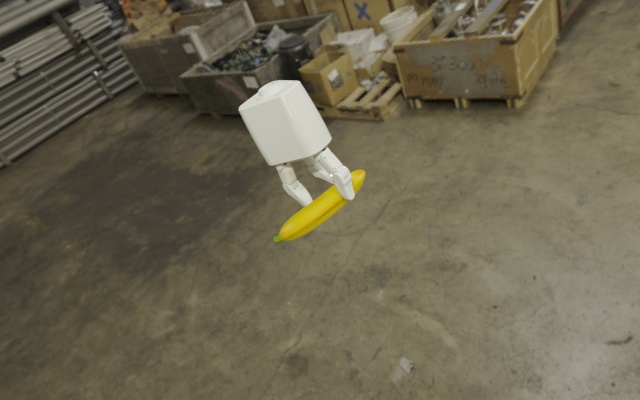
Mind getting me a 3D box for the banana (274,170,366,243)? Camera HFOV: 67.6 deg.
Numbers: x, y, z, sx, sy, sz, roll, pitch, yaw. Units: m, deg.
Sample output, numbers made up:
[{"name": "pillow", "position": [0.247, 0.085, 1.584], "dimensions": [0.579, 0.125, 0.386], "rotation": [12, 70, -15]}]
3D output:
[{"name": "banana", "position": [0.003, 0.008, 0.798], "dimensions": [0.198, 0.037, 0.069], "rotation": [-36, 18, -6]}]
